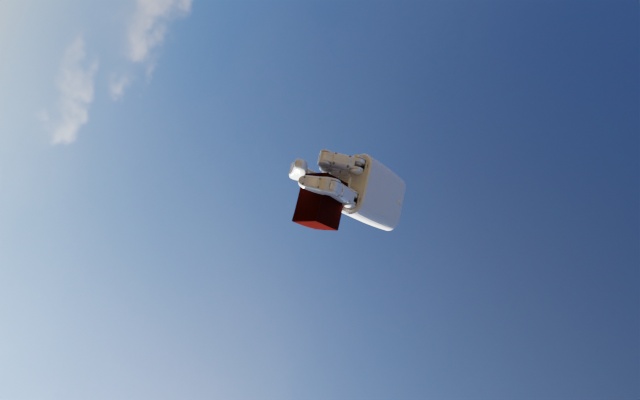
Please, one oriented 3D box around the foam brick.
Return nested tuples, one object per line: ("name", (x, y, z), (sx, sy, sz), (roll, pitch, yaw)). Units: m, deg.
("foam brick", (0.000, 0.003, 0.719), (0.053, 0.078, 0.051), (0, -19, 44))
